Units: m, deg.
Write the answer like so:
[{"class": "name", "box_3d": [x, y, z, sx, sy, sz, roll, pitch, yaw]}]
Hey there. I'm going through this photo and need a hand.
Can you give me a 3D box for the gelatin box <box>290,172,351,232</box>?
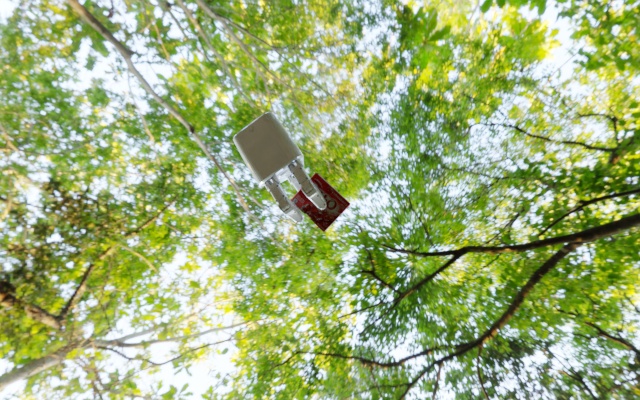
[{"class": "gelatin box", "box_3d": [0.000, 0.003, 0.894, 0.089, 0.073, 0.030, 43, 5, 4]}]
